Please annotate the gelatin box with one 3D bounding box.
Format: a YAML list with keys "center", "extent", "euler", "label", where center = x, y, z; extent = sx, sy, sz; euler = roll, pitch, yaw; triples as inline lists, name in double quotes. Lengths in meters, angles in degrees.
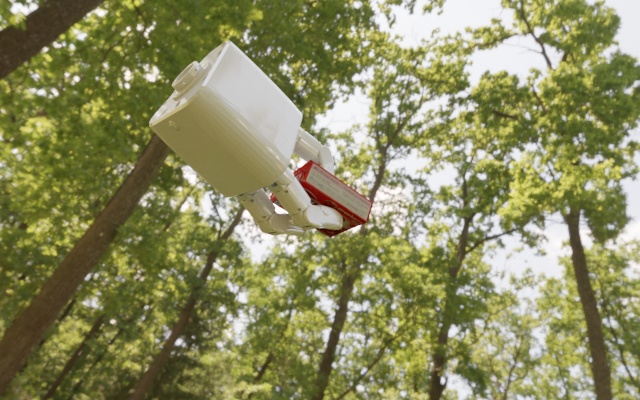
- center: [0.000, 0.002, 0.522]
  extent: [0.089, 0.030, 0.073]
  euler: [33, -32, -20]
  label: "gelatin box"
